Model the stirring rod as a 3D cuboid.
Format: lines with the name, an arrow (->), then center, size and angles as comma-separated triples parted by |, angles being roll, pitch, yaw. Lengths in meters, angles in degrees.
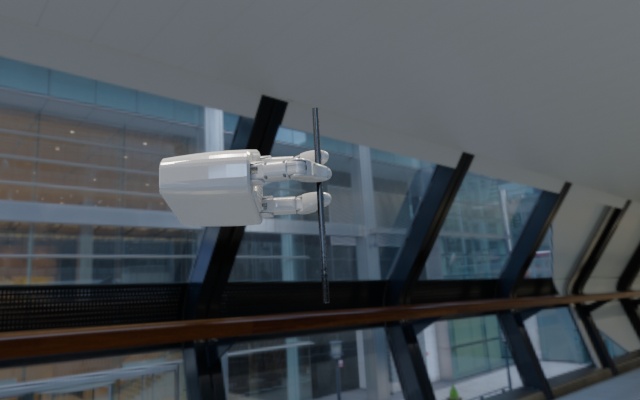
stirring rod -> 0.000, 0.002, 0.580 | 0.011, 0.239, 0.011 | -3, -11, -1
